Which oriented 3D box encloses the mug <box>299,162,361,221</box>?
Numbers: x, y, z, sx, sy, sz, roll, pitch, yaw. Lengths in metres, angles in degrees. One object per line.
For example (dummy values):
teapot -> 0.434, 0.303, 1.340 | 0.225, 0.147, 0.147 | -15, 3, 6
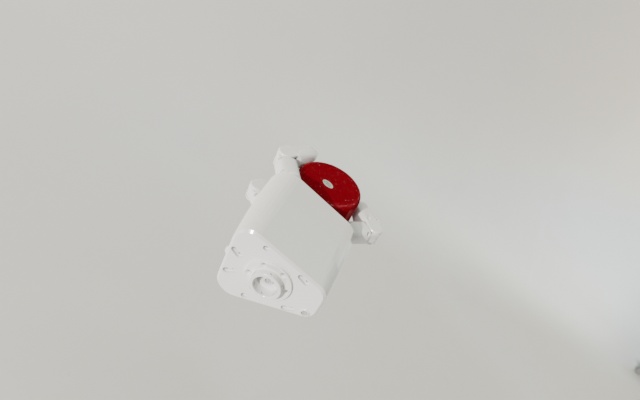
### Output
mug -> 0.001, 0.001, 0.587 | 0.093, 0.081, 0.117 | 29, 37, 1
